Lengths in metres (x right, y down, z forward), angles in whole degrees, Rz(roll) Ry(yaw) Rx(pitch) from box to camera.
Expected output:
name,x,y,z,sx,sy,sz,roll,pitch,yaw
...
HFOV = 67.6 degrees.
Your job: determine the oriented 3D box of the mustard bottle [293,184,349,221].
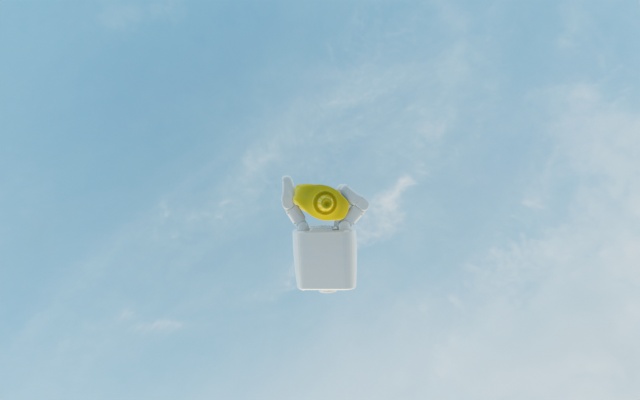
name,x,y,z,sx,sy,sz,roll,pitch,yaw
mustard bottle,0.000,0.002,0.841,0.096,0.058,0.191,22,0,-6
